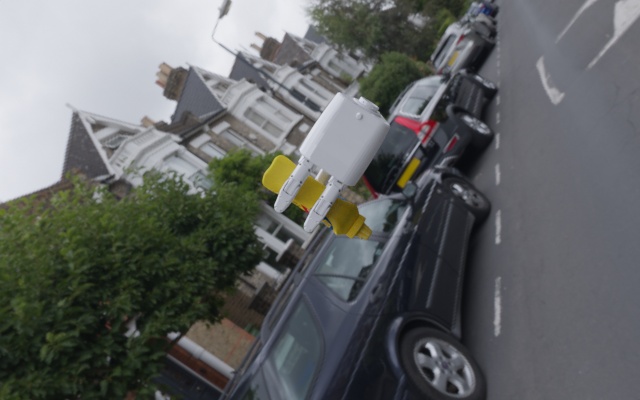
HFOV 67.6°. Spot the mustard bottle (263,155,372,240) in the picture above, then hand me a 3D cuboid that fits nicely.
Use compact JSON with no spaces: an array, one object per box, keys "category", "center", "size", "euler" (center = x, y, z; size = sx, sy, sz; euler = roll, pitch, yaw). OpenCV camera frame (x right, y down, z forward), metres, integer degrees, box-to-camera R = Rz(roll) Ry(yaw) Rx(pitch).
[{"category":"mustard bottle","center":[0.000,0.003,0.770],"size":[0.191,0.058,0.096],"euler":[34,-8,1]}]
